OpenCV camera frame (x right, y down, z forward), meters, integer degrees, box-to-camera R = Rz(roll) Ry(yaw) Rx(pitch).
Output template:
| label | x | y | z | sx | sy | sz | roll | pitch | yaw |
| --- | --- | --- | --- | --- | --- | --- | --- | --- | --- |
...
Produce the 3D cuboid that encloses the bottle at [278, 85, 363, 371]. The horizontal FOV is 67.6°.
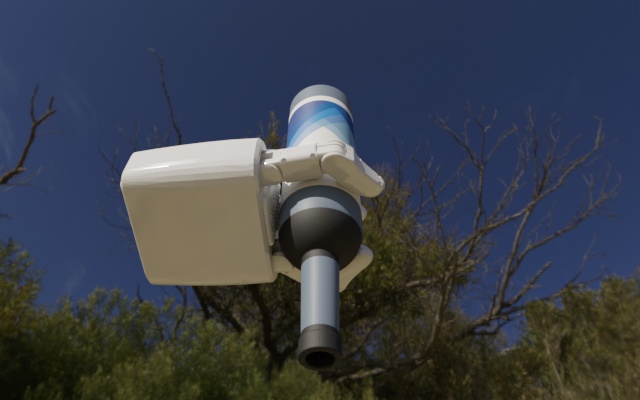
| label | x | y | z | sx | sy | sz | roll | pitch | yaw |
| --- | --- | --- | --- | --- | --- | --- | --- | --- | --- |
| bottle | 0.000 | 0.001 | 0.401 | 0.069 | 0.069 | 0.295 | 0 | 41 | 0 |
